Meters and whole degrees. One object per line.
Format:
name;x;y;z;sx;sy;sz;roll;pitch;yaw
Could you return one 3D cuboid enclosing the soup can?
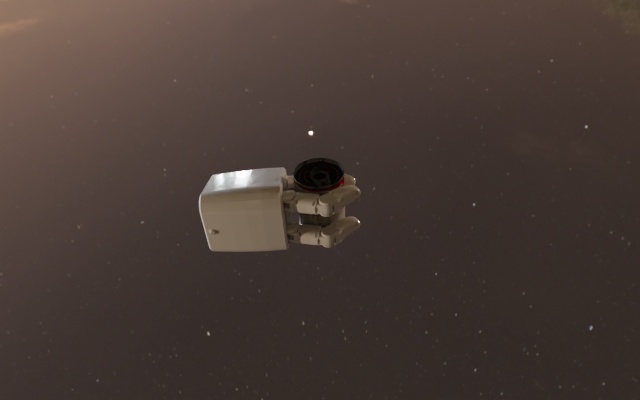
soup can;0.001;0.002;0.659;0.068;0.102;0.068;-2;39;2
